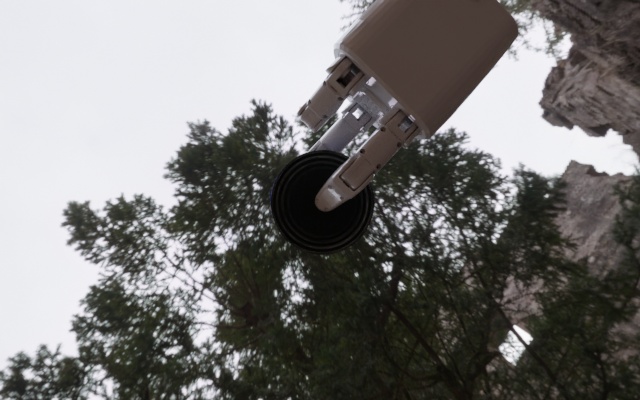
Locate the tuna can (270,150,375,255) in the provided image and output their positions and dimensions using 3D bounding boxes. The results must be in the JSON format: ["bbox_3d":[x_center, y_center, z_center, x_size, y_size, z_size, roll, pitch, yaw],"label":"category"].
[{"bbox_3d":[0.000,0.001,0.404,0.086,0.086,0.034,0,1,-8],"label":"tuna can"}]
